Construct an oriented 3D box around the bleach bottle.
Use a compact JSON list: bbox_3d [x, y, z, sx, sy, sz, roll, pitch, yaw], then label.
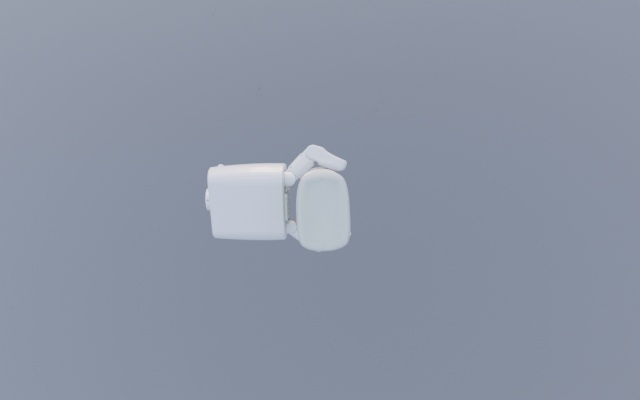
[{"bbox_3d":[0.000,0.002,0.714,0.068,0.102,0.251,-2,5,-1],"label":"bleach bottle"}]
